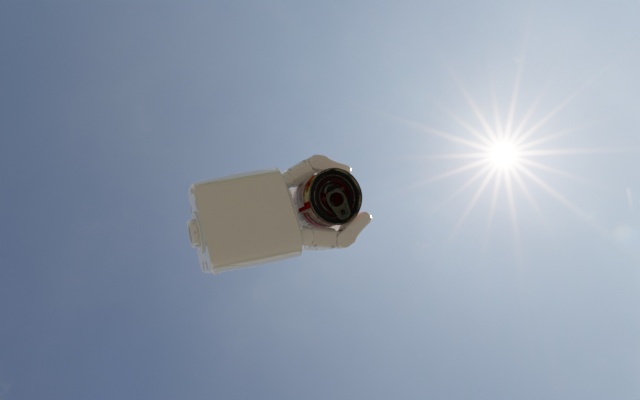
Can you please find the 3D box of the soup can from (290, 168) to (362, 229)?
[{"bbox_3d":[0.000,0.002,0.603,0.068,0.068,0.102,0,-8,-22],"label":"soup can"}]
